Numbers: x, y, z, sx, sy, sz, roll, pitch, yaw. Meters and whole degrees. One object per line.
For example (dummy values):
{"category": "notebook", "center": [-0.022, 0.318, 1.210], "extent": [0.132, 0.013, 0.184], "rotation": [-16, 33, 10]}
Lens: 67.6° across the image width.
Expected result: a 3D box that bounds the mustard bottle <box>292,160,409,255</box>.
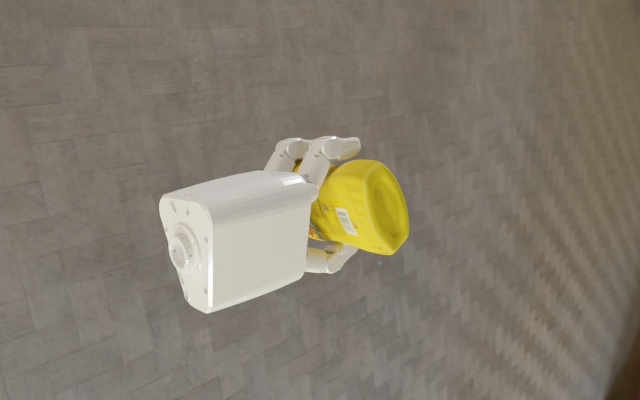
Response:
{"category": "mustard bottle", "center": [0.000, 0.002, 0.523], "extent": [0.191, 0.096, 0.058], "rotation": [6, 42, 47]}
